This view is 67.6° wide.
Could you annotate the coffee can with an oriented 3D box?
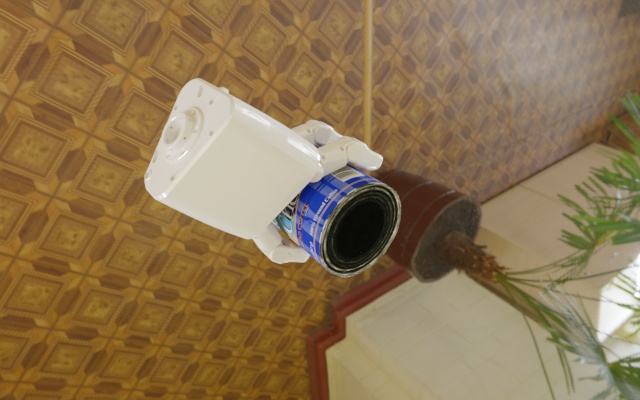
[{"bbox_3d":[0.000,0.002,0.509,0.103,0.103,0.140,0,24,-40],"label":"coffee can"}]
